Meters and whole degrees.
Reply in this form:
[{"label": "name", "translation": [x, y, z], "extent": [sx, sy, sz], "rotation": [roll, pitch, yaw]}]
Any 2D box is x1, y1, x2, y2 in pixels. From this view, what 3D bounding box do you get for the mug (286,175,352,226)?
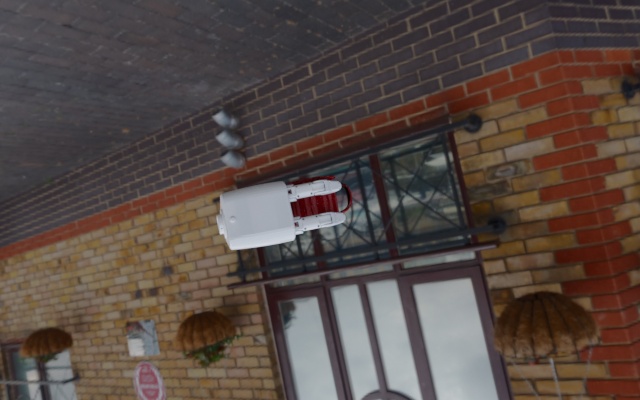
[{"label": "mug", "translation": [0.002, 0.003, 0.855], "extent": [0.117, 0.081, 0.093], "rotation": [-10, -4, -14]}]
